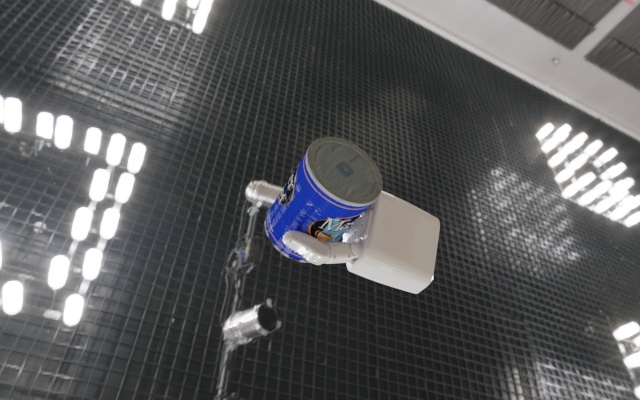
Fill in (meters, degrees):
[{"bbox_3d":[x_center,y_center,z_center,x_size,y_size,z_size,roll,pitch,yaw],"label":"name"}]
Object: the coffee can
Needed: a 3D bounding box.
[{"bbox_3d":[0.000,0.002,0.618,0.103,0.102,0.140,0,-35,-33],"label":"coffee can"}]
